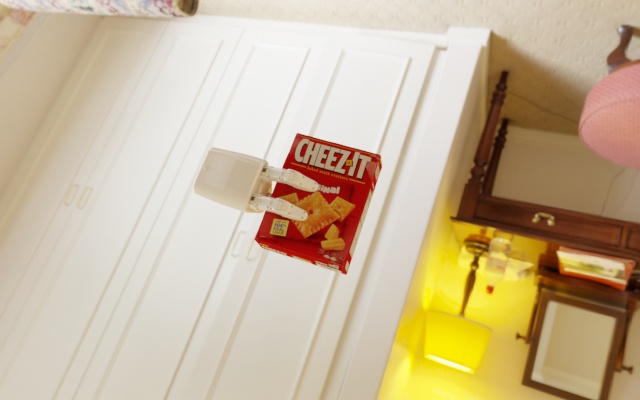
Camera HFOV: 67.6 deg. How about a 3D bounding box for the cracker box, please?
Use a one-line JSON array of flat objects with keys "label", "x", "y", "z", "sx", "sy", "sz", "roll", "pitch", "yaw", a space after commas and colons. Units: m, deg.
[{"label": "cracker box", "x": 0.000, "y": 0.003, "z": 0.843, "sx": 0.164, "sy": 0.213, "sz": 0.072, "roll": 16, "pitch": -16, "yaw": 12}]
